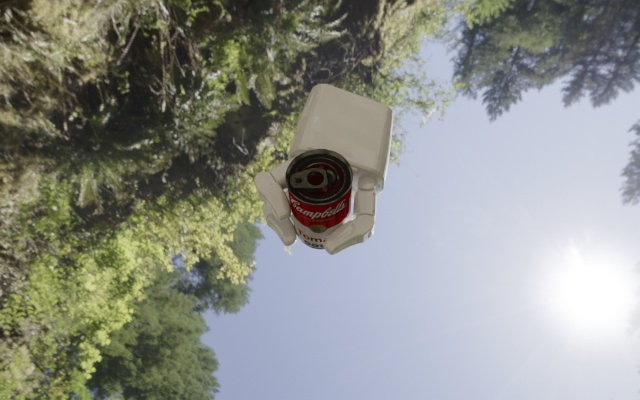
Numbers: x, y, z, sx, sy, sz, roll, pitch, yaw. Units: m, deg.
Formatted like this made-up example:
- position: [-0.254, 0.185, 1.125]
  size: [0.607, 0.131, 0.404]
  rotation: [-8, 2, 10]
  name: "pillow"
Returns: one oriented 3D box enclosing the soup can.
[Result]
- position: [0.000, 0.002, 0.518]
  size: [0.068, 0.068, 0.102]
  rotation: [0, -32, 2]
  name: "soup can"
